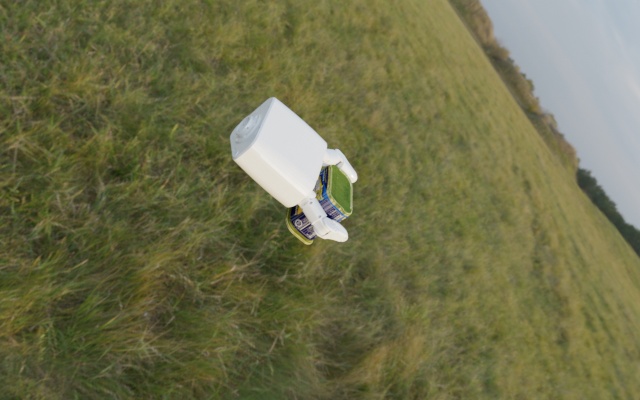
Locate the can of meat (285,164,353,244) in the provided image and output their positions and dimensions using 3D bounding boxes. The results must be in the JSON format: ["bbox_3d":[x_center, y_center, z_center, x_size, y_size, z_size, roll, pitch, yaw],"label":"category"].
[{"bbox_3d":[0.000,0.002,0.712,0.084,0.057,0.102,-35,28,25],"label":"can of meat"}]
